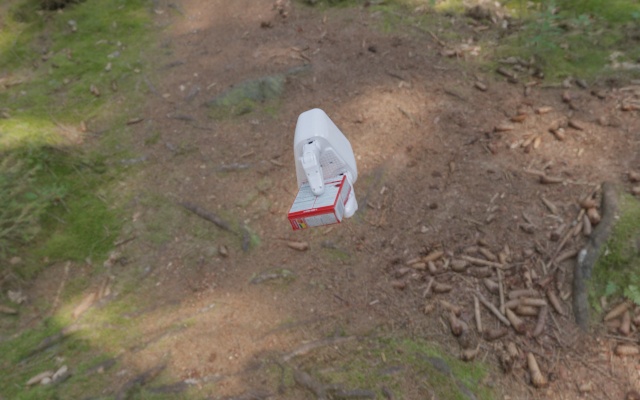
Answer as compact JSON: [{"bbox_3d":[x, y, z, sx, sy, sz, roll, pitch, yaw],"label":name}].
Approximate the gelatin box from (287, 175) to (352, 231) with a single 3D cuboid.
[{"bbox_3d":[0.000,0.002,0.688,0.073,0.030,0.089,-10,31,22],"label":"gelatin box"}]
